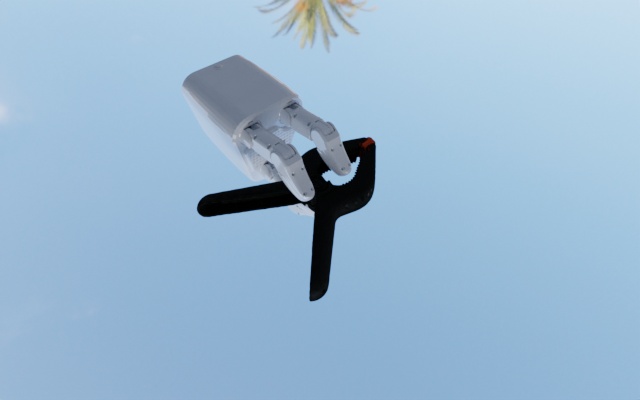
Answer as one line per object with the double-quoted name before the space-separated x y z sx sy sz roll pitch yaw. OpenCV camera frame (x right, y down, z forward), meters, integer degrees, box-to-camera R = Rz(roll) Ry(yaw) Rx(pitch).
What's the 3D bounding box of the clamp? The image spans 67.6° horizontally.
"clamp" 0.000 0.002 0.510 0.210 0.036 0.164 -35 62 -28
